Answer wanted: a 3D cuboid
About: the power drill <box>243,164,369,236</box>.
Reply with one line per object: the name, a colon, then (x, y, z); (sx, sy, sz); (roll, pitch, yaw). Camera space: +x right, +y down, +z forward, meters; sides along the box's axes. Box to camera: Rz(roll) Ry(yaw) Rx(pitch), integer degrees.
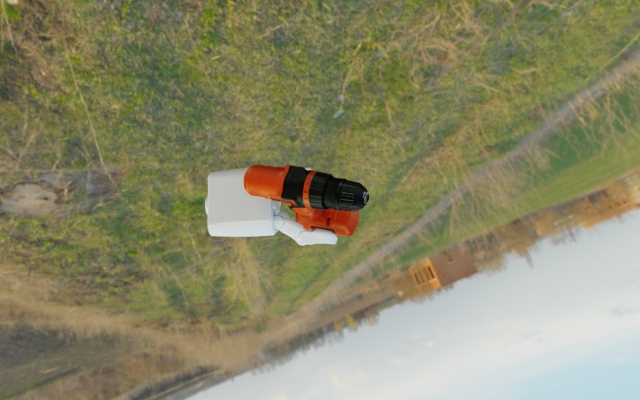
power drill: (0.000, 0.002, 0.718); (0.184, 0.057, 0.188); (12, -15, 23)
